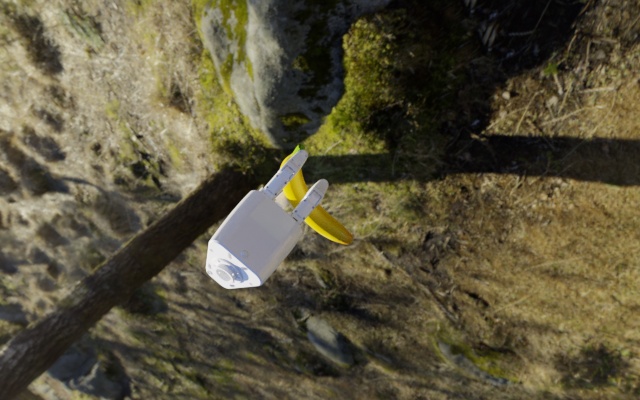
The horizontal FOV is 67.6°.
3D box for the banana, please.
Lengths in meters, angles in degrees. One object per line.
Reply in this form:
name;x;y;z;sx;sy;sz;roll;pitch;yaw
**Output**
banana;-0.016;0.002;0.788;0.069;0.198;0.037;-8;33;38
